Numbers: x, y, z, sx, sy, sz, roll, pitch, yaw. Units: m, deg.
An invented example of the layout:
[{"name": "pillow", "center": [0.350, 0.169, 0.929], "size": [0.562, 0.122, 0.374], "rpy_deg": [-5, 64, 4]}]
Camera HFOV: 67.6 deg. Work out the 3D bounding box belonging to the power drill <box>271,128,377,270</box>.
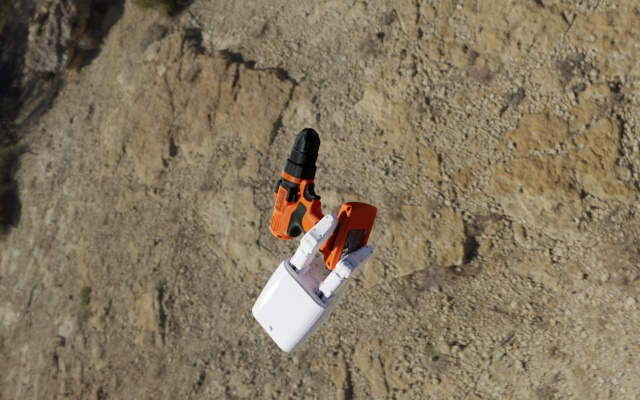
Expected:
[{"name": "power drill", "center": [0.000, 0.003, 0.707], "size": [0.057, 0.184, 0.187], "rpy_deg": [0, 24, -36]}]
